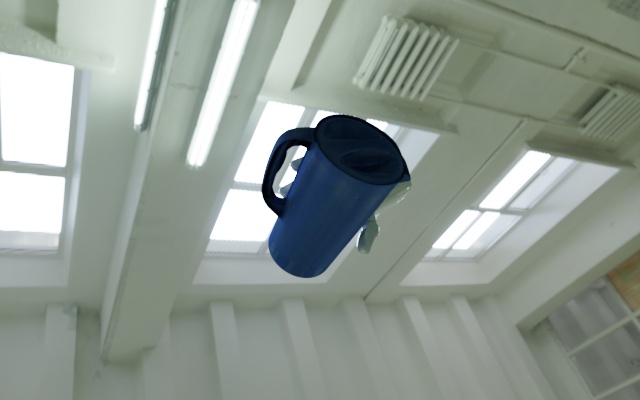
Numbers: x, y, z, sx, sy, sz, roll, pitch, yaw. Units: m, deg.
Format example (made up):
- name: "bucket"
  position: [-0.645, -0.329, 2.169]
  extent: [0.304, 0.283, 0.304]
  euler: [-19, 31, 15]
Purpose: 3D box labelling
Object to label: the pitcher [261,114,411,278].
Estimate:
- name: "pitcher"
  position: [0.000, 0.002, 0.691]
  extent: [0.145, 0.149, 0.243]
  euler: [-26, -24, -45]
